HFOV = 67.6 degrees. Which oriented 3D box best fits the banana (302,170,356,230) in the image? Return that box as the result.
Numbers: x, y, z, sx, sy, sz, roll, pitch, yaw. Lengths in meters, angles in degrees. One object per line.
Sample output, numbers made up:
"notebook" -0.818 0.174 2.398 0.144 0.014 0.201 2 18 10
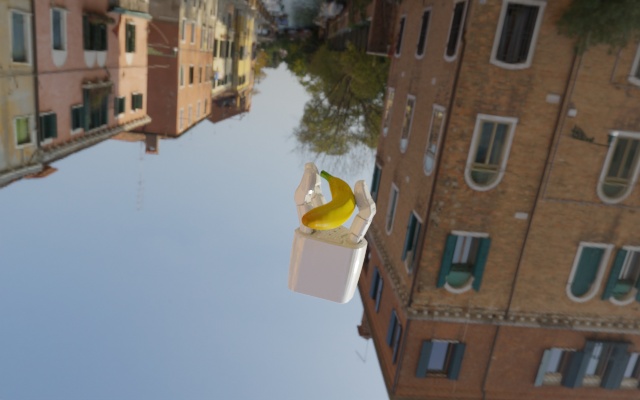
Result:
"banana" 0.019 0.006 0.718 0.069 0.037 0.197 14 22 2
